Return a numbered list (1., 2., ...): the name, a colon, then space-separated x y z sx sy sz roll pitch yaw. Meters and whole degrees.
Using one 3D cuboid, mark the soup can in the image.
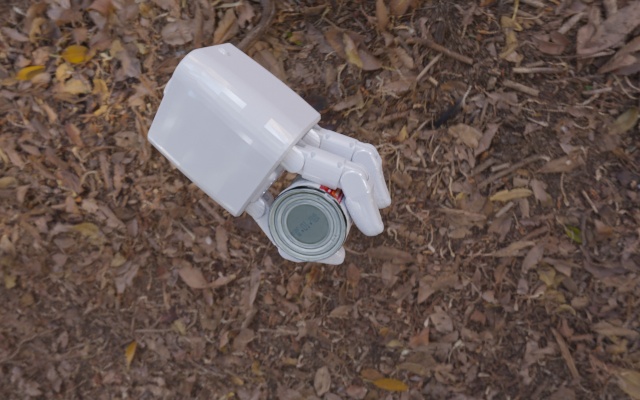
1. soup can: 0.000 0.002 0.425 0.068 0.068 0.102 0 22 14
